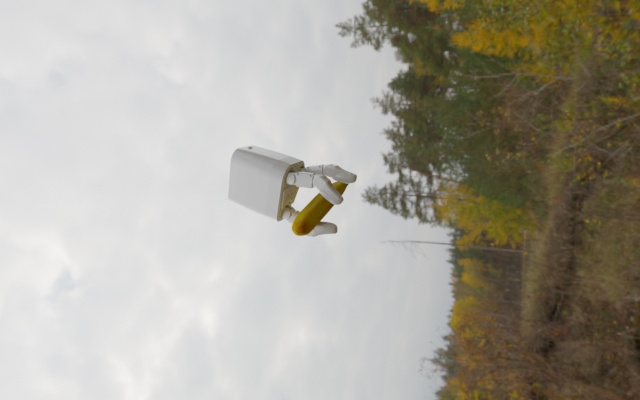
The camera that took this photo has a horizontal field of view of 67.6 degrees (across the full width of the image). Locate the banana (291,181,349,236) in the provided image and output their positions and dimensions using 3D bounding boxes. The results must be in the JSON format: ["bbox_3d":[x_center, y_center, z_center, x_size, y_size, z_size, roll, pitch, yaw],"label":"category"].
[{"bbox_3d":[-0.006,0.013,0.817,0.037,0.070,0.197,37,42,5],"label":"banana"}]
